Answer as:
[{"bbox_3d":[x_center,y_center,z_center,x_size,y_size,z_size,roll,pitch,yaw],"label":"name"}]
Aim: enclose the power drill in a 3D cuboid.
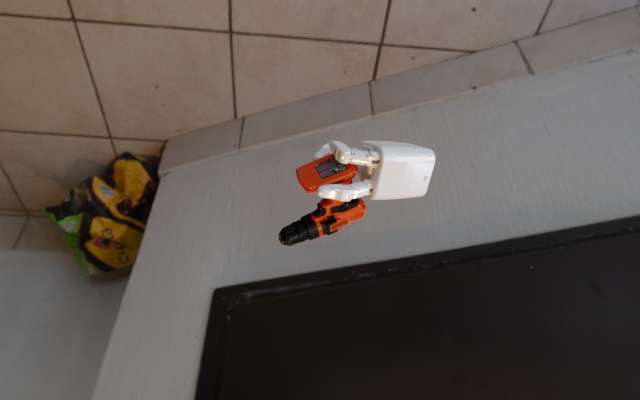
[{"bbox_3d":[0.000,0.003,0.887,0.184,0.057,0.188,-24,-31,-13],"label":"power drill"}]
